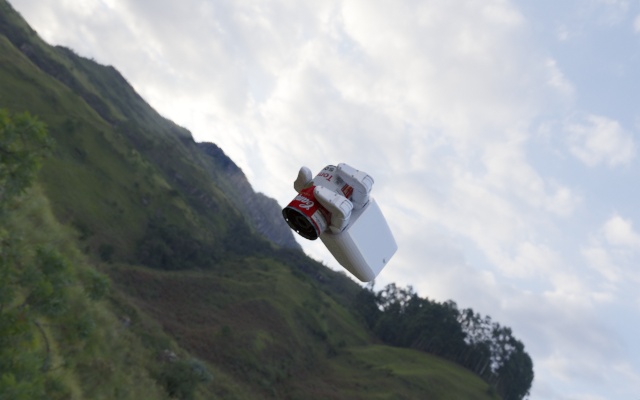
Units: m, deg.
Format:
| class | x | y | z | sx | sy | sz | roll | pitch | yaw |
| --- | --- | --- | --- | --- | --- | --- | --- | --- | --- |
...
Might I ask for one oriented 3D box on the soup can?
| class | x | y | z | sx | sy | sz | roll | pitch | yaw |
| --- | --- | --- | --- | --- | --- | --- | --- | --- | --- |
| soup can | 0.000 | 0.002 | 0.725 | 0.102 | 0.068 | 0.068 | -47 | 25 | -27 |
